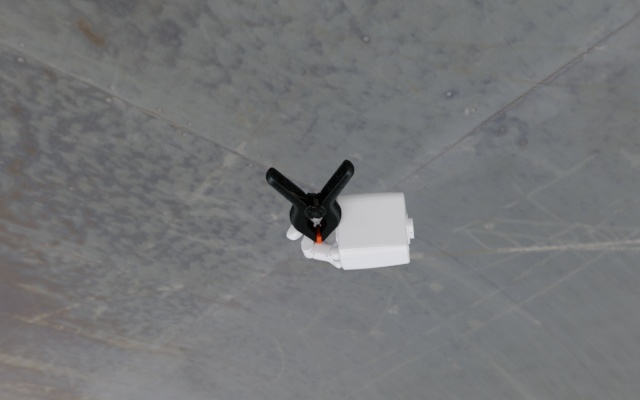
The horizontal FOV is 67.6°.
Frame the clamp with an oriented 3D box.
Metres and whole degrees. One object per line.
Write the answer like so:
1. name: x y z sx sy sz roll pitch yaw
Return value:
1. clamp: 0.000 0.003 0.701 0.120 0.039 0.172 -7 -37 11
